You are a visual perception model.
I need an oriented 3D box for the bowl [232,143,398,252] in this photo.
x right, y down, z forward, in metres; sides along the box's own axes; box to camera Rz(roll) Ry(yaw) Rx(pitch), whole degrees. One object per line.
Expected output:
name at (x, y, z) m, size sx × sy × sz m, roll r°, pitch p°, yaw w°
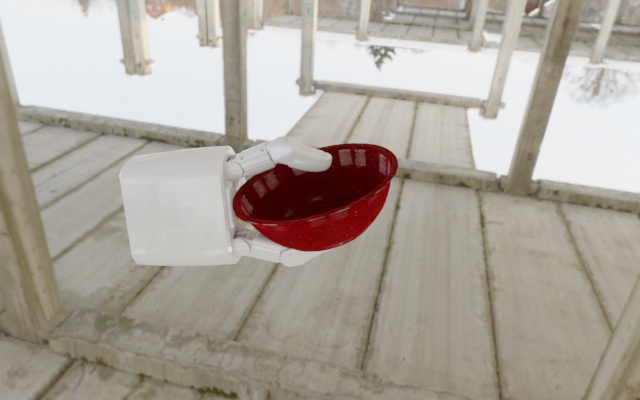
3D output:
bowl at (0.001, 0.002, 0.463) m, size 0.162 × 0.055 × 0.162 m, roll -14°, pitch 25°, yaw 7°
